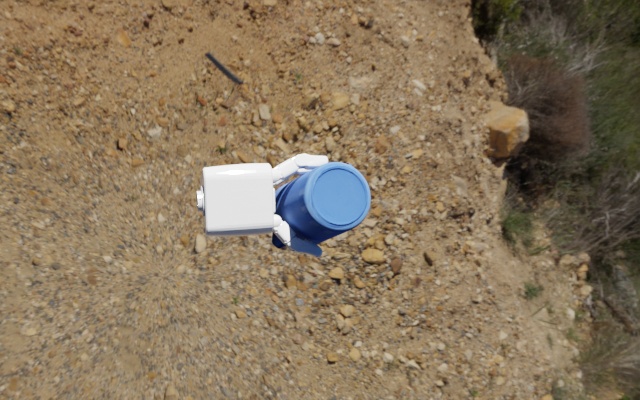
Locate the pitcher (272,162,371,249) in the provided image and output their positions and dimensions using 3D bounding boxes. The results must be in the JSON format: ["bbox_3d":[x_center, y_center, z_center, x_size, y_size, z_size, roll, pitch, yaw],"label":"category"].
[{"bbox_3d":[0.000,0.003,0.828,0.145,0.149,0.243,-1,-8,-17],"label":"pitcher"}]
